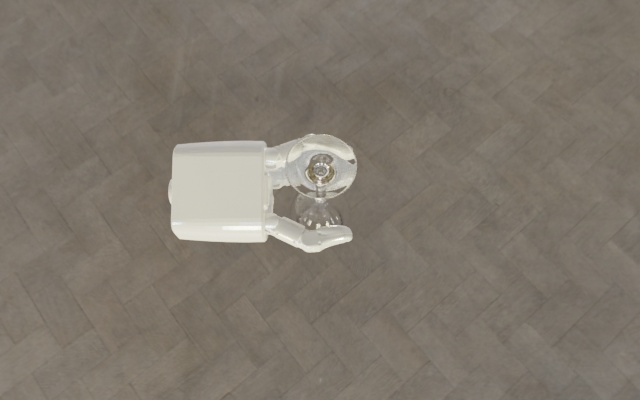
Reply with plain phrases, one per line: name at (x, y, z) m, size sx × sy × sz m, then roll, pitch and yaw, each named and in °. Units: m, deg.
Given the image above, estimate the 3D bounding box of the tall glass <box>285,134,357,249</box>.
tall glass at (0.000, 0.002, 0.580) m, size 0.079 × 0.079 × 0.201 m, roll 0°, pitch -22°, yaw 0°
